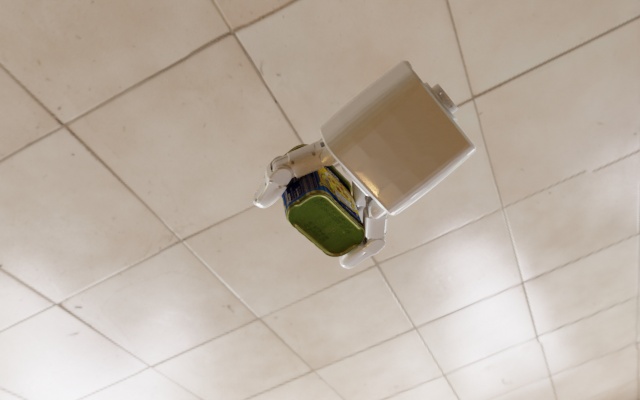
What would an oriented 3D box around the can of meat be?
[{"bbox_3d":[0.000,0.002,0.520,0.057,0.084,0.102,-36,-52,15],"label":"can of meat"}]
